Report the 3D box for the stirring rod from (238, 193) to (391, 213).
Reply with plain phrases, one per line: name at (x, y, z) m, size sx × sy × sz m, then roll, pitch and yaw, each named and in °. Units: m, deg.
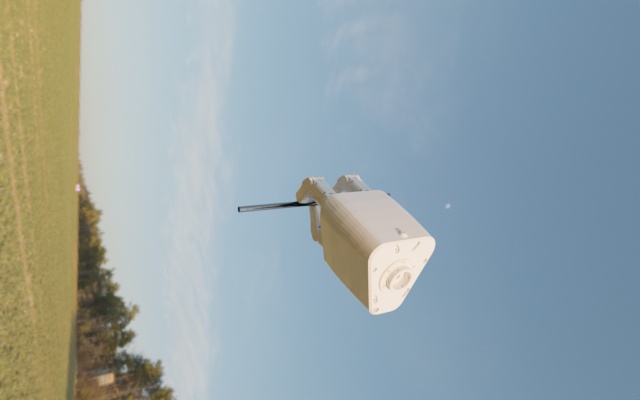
stirring rod at (0.000, 0.002, 0.666) m, size 0.239 × 0.011 × 0.011 m, roll -5°, pitch 2°, yaw -30°
